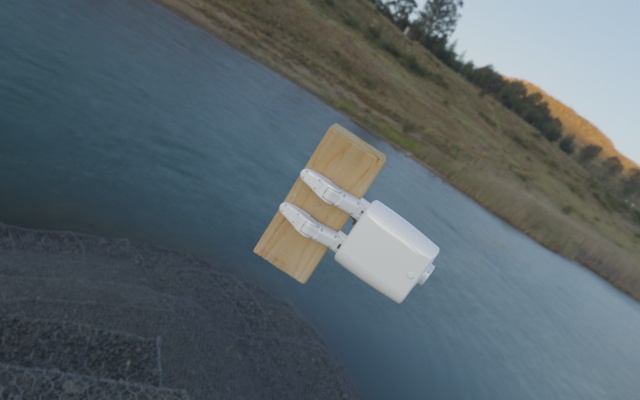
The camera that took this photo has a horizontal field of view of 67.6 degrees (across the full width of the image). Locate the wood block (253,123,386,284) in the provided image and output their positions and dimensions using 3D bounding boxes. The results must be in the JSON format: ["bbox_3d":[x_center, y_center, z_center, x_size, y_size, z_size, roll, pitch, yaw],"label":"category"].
[{"bbox_3d":[0.001,0.002,0.688,0.090,0.206,0.091,33,15,0],"label":"wood block"}]
